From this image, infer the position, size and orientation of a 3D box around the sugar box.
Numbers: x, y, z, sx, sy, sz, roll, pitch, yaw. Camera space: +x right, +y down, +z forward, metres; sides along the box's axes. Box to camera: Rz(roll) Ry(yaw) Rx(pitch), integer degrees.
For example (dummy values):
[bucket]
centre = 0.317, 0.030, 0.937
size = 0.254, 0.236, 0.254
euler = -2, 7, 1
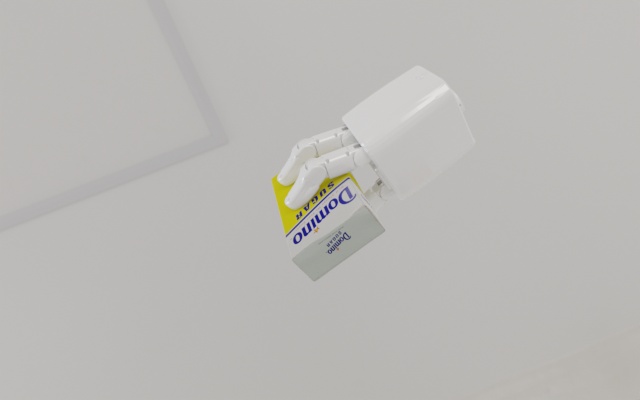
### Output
[sugar box]
centre = 0.000, 0.001, 0.539
size = 0.093, 0.048, 0.176
euler = -37, 28, 8
